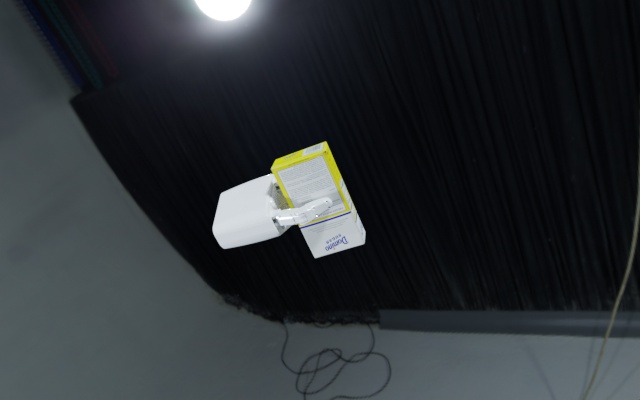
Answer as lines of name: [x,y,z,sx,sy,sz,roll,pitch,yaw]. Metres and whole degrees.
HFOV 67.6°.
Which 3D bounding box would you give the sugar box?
sugar box: [0.000,0.002,0.777,0.093,0.176,0.048,-17,26,15]
